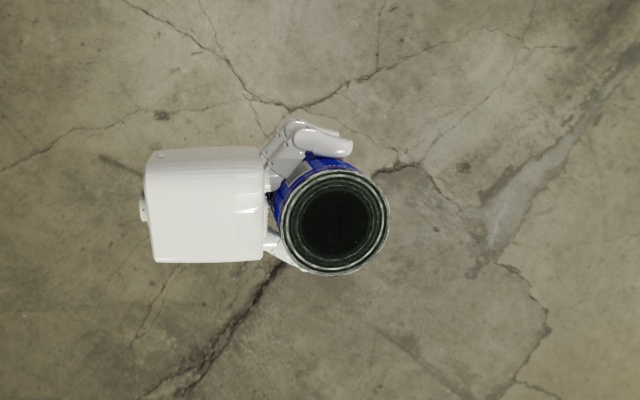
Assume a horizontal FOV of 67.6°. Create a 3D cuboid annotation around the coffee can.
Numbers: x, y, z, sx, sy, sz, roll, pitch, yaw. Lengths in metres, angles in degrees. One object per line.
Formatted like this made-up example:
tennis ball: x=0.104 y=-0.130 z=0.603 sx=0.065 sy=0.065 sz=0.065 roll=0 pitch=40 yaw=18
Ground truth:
coffee can: x=0.000 y=0.002 z=0.490 sx=0.103 sy=0.103 sz=0.140 roll=0 pitch=17 yaw=-12
